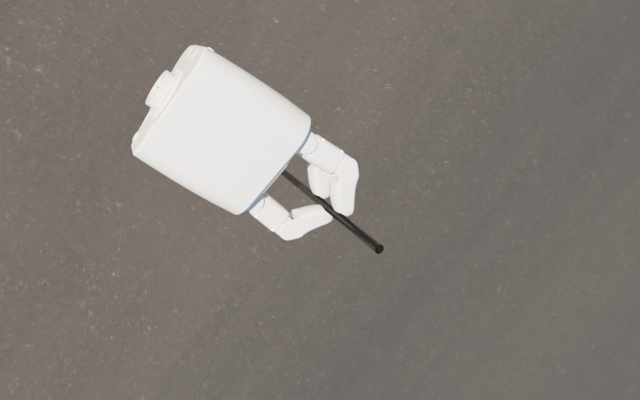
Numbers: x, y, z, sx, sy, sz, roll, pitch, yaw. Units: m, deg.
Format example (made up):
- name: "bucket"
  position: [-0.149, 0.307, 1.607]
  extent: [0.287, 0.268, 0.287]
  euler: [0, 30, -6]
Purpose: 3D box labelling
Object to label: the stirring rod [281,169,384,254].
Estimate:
- name: "stirring rod"
  position: [0.000, 0.002, 0.487]
  extent: [0.011, 0.011, 0.239]
  euler: [0, 18, -25]
